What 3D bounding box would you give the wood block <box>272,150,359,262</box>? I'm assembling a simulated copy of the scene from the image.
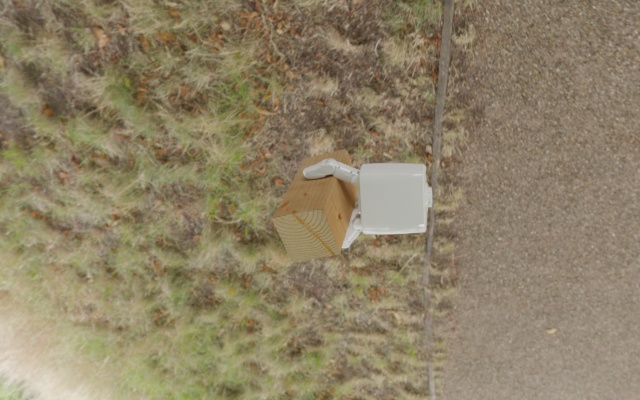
[{"bbox_3d":[0.000,0.002,0.835,0.090,0.091,0.206,-11,28,21],"label":"wood block"}]
